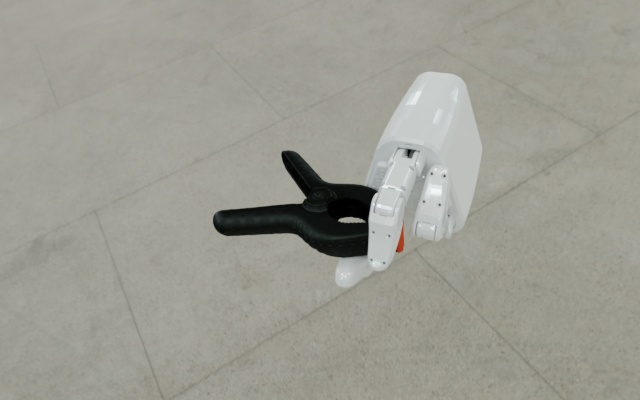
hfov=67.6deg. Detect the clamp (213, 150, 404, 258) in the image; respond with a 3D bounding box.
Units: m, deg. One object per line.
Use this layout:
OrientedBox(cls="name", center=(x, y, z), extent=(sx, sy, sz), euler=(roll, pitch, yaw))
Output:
OrientedBox(cls="clamp", center=(0.000, 0.001, 0.436), extent=(0.171, 0.120, 0.039), euler=(12, -39, 22))
